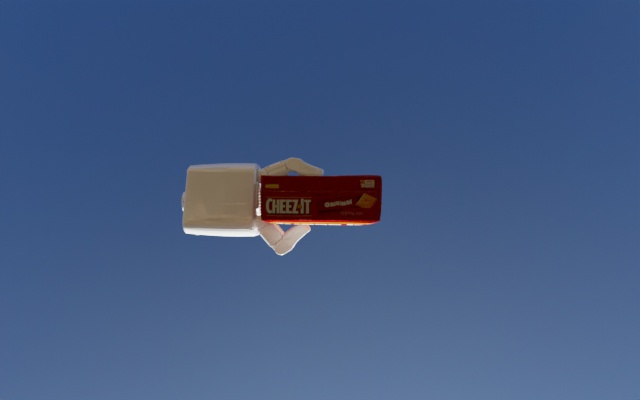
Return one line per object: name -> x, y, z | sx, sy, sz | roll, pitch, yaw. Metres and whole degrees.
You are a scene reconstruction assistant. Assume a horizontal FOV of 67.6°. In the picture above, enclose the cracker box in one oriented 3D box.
cracker box -> 0.000, 0.002, 0.740 | 0.164, 0.072, 0.214 | 0, -1, 0
